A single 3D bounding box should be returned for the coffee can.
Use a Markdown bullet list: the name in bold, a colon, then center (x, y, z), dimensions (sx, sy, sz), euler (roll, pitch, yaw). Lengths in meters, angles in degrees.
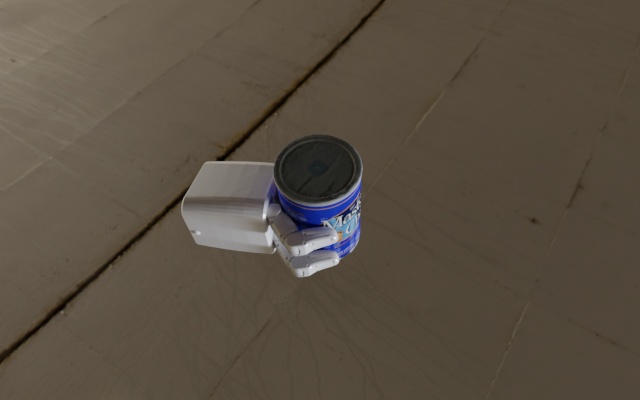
- **coffee can**: center (0.000, 0.002, 0.602), dimensions (0.103, 0.102, 0.140), euler (0, -35, 4)
